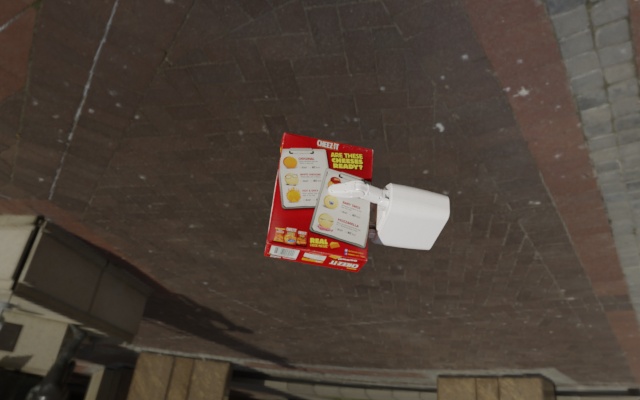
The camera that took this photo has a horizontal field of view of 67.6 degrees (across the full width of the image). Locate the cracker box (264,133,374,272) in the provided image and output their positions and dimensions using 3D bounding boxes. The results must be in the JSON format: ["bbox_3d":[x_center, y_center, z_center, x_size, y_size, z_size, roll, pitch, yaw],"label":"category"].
[{"bbox_3d":[0.000,0.003,0.817,0.164,0.213,0.072,10,-29,-8],"label":"cracker box"}]
